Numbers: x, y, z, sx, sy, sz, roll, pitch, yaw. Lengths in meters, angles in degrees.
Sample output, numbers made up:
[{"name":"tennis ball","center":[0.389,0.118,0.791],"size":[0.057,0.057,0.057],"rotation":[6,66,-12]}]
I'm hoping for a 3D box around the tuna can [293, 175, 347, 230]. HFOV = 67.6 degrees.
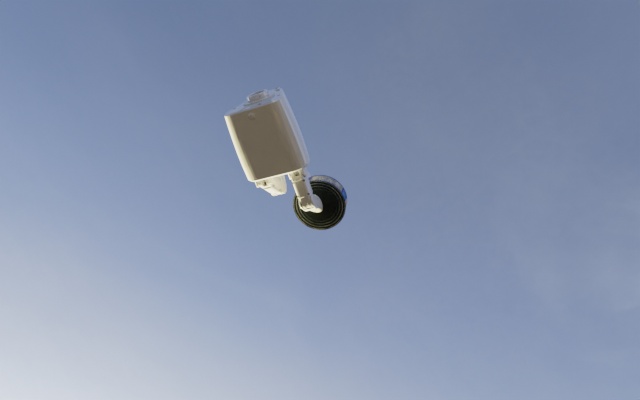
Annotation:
[{"name":"tuna can","center":[0.000,0.002,0.776],"size":[0.086,0.086,0.033],"rotation":[0,23,9]}]
